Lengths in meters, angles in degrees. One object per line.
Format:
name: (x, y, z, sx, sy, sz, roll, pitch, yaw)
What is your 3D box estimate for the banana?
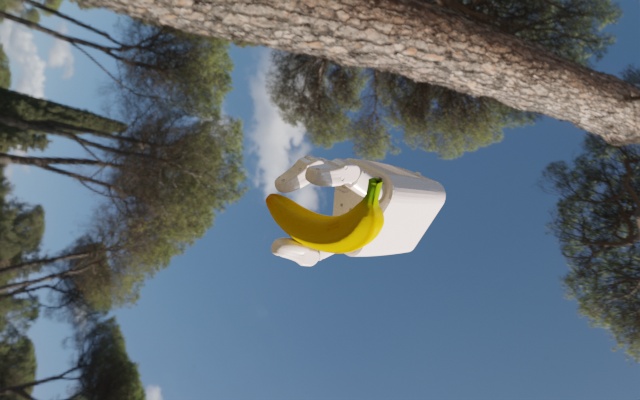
banana: (0.003, 0.020, 0.496, 0.037, 0.069, 0.198, -2, -3, -37)
